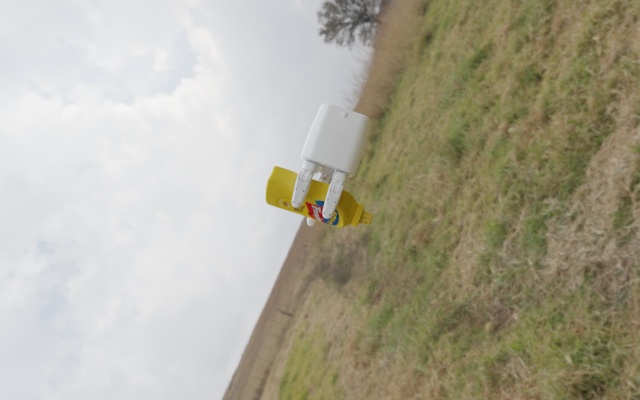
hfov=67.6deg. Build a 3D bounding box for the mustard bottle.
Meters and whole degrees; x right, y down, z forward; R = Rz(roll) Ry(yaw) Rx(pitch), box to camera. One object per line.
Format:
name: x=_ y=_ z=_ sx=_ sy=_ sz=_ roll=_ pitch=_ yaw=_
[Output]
mustard bottle: x=0.000 y=0.003 z=0.845 sx=0.191 sy=0.058 sz=0.096 roll=19 pitch=-30 yaw=3
